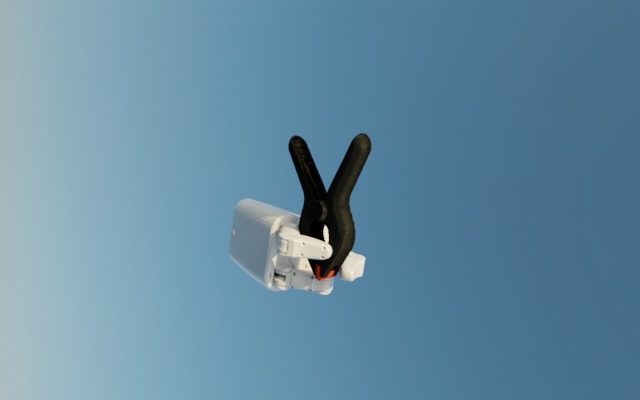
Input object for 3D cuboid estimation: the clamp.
[{"bbox_3d":[0.001,0.002,0.549,0.039,0.171,0.120,0,13,-38],"label":"clamp"}]
